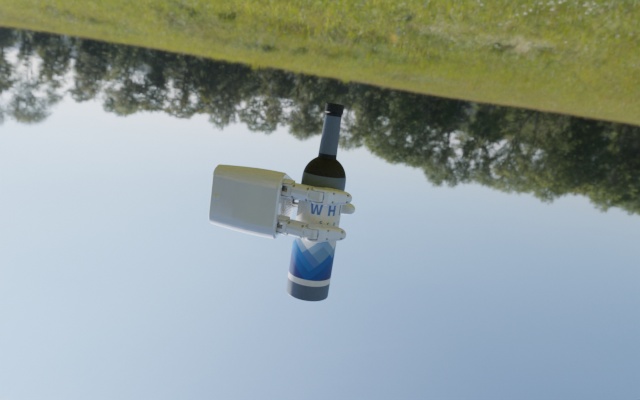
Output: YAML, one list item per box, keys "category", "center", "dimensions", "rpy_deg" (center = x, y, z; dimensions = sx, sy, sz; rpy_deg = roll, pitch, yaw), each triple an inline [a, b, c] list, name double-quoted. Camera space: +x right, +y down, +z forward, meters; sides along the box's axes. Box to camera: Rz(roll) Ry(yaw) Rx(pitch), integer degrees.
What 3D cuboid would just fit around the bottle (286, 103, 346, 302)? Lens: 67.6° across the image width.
- category: "bottle"
  center: [0.000, 0.003, 0.723]
  dimensions: [0.069, 0.296, 0.069]
  rpy_deg: [8, 11, -2]
